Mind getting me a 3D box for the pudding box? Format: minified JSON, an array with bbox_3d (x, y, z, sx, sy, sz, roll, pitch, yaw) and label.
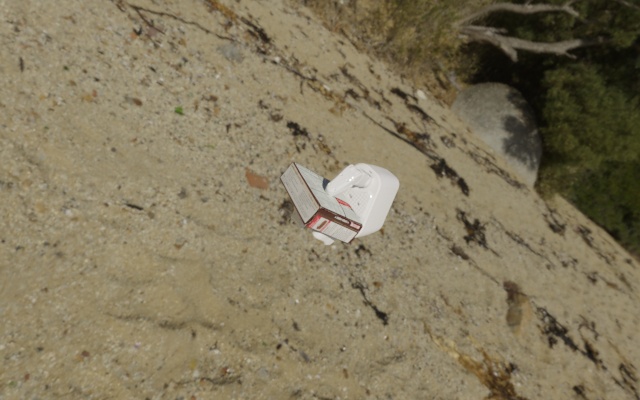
[{"bbox_3d":[0.000,0.002,0.678,0.090,0.039,0.113,24,22,-39],"label":"pudding box"}]
